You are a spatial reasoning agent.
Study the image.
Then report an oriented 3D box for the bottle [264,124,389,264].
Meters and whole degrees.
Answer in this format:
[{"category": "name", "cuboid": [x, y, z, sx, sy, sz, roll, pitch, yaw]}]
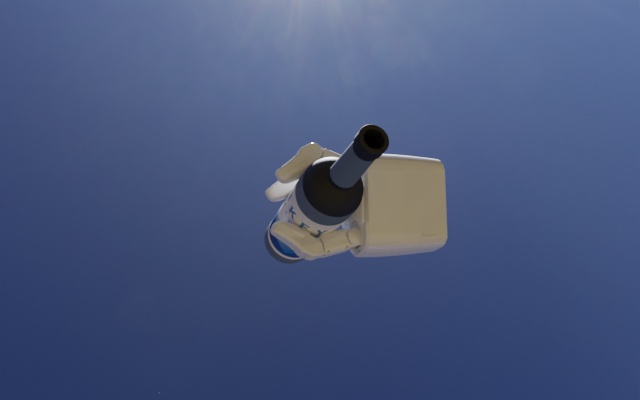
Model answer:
[{"category": "bottle", "cuboid": [0.000, 0.002, 0.521, 0.069, 0.069, 0.296, 0, -21, -19]}]
